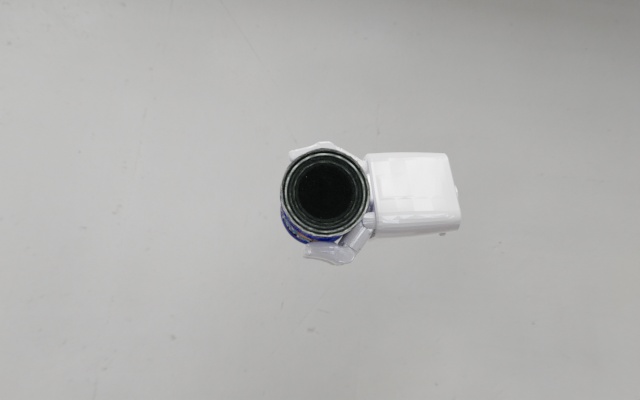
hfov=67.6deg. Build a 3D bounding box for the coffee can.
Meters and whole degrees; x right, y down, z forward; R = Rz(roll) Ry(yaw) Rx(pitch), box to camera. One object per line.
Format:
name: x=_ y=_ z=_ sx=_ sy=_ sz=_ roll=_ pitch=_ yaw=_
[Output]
coffee can: x=0.000 y=0.002 z=0.602 sx=0.103 sy=0.103 sz=0.140 roll=0 pitch=-9 yaw=-5
